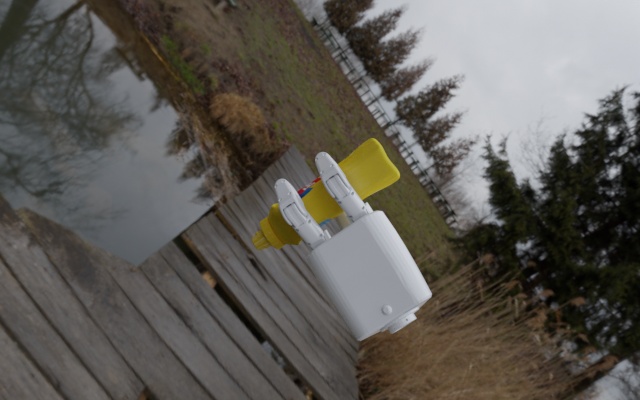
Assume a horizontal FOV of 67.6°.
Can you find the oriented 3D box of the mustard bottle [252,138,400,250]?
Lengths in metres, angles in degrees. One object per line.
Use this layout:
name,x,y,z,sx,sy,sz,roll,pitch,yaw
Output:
mustard bottle,0.000,0.001,0.569,0.191,0.058,0.096,-34,5,8
